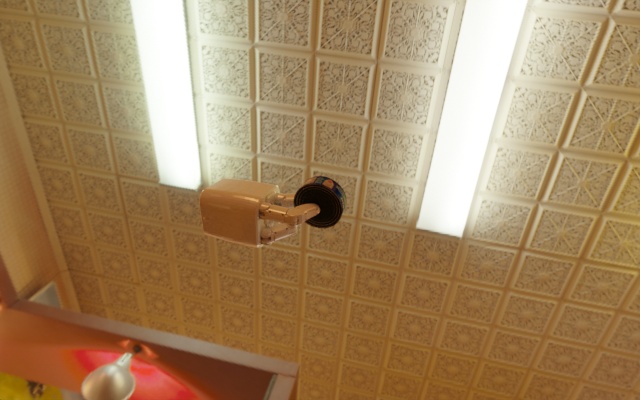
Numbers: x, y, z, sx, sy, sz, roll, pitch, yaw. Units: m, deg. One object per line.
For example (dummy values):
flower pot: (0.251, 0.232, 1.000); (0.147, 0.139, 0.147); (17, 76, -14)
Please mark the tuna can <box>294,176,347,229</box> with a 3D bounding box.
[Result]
tuna can: (0.000, 0.002, 0.806); (0.086, 0.086, 0.033); (0, 30, 22)
